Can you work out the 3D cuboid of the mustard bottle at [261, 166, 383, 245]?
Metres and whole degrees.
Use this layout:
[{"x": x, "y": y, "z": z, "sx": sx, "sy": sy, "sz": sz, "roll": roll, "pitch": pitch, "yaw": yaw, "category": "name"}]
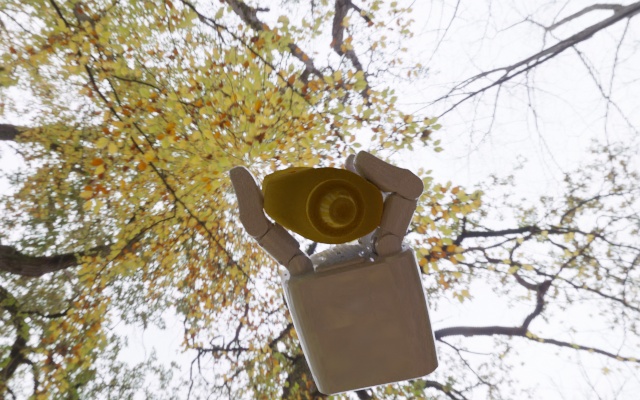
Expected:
[{"x": 0.000, "y": 0.001, "z": 0.402, "sx": 0.096, "sy": 0.058, "sz": 0.191, "roll": 9, "pitch": 3, "yaw": -9, "category": "mustard bottle"}]
